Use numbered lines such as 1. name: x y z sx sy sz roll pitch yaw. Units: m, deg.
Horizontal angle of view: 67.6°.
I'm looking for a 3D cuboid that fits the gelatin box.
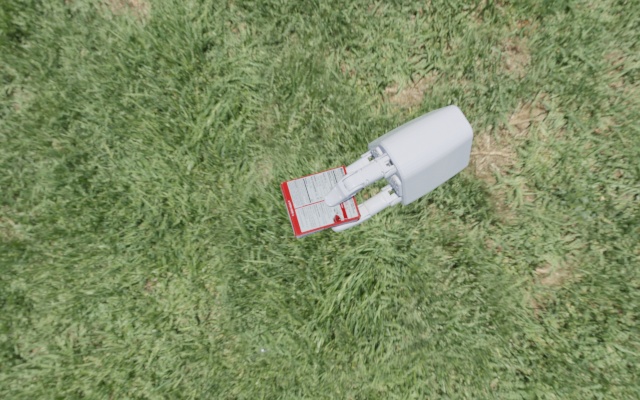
1. gelatin box: 0.000 0.002 0.623 0.089 0.073 0.030 -16 -10 -7
